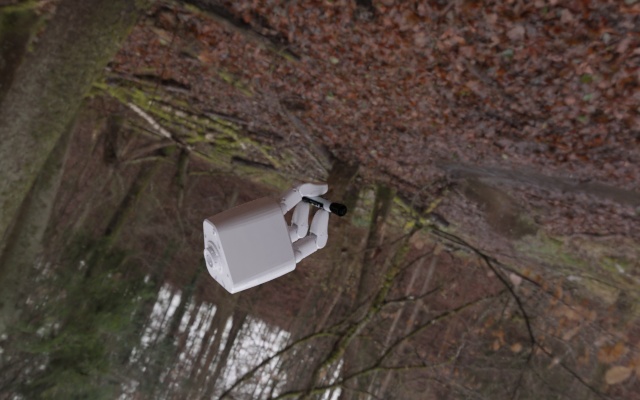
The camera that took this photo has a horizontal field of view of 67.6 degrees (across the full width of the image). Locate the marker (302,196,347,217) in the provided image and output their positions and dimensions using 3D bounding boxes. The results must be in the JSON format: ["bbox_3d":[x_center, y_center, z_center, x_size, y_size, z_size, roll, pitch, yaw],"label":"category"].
[{"bbox_3d":[0.000,0.002,0.753,0.020,0.020,0.121,0,14,-37],"label":"marker"}]
